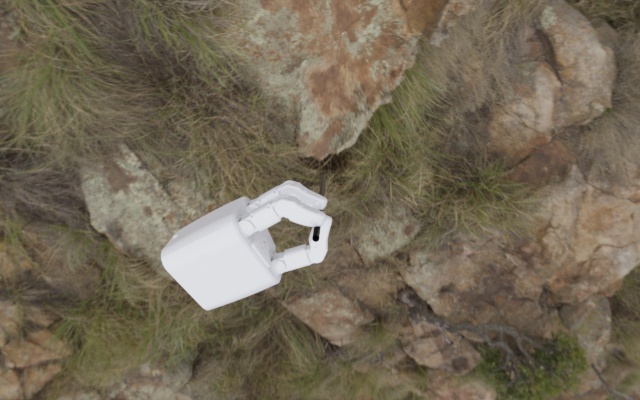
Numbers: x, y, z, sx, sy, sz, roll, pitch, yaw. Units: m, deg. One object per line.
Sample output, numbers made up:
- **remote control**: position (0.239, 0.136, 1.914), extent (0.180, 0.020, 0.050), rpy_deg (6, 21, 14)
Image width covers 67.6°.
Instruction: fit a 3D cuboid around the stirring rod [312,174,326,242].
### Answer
- **stirring rod**: position (0.000, 0.002, 0.634), extent (0.011, 0.011, 0.239), rpy_deg (0, 19, 3)
